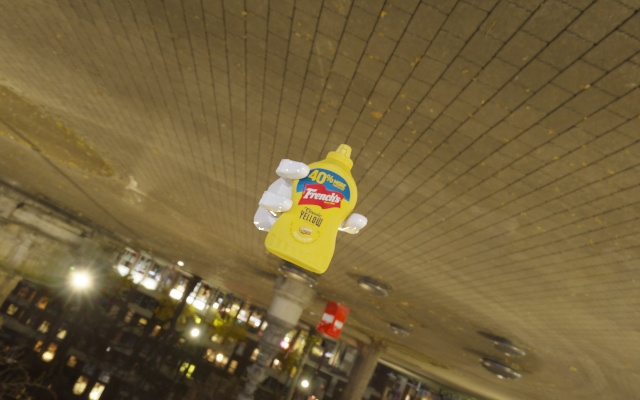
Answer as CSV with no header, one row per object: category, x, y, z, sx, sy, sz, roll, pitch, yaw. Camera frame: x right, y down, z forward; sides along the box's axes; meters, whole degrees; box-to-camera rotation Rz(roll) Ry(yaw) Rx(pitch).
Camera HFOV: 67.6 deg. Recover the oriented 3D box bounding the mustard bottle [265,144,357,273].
mustard bottle,0.000,0.002,0.701,0.096,0.191,0.058,23,-16,6
